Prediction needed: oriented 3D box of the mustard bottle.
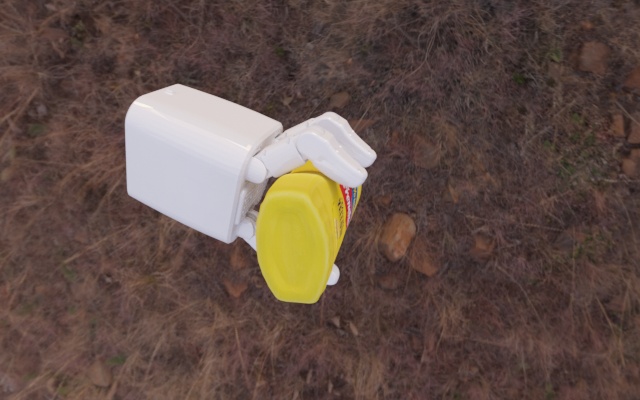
[{"bbox_3d":[0.000,0.002,0.430,0.058,0.096,0.191,1,23,14],"label":"mustard bottle"}]
